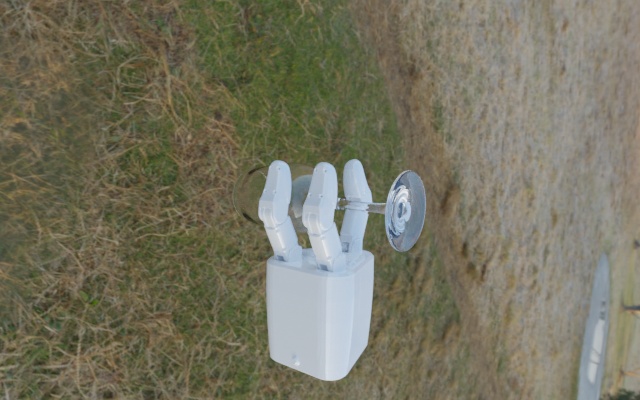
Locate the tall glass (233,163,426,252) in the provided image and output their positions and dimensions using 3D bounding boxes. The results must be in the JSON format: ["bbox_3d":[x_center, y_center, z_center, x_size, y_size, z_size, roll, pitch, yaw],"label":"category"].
[{"bbox_3d":[0.001,0.002,0.491,0.201,0.079,0.079,7,4,37],"label":"tall glass"}]
